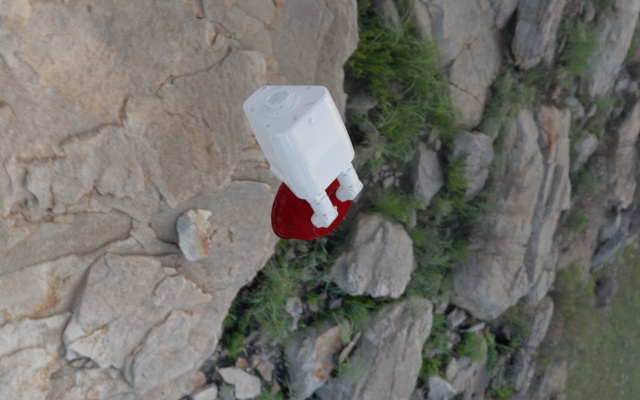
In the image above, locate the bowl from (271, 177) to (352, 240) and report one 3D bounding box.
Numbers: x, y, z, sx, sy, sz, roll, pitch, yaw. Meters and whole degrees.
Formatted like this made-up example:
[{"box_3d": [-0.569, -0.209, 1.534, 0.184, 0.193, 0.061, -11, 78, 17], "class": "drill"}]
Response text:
[{"box_3d": [0.001, 0.003, 0.728, 0.055, 0.162, 0.162, 32, 16, 27], "class": "bowl"}]
